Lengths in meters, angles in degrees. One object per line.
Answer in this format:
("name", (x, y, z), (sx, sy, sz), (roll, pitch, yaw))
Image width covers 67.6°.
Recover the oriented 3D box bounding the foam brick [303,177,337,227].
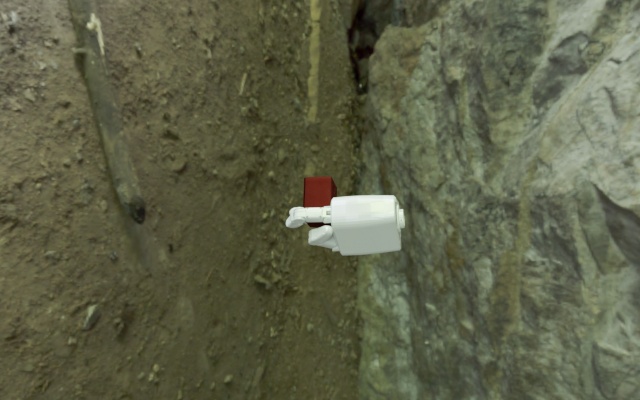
("foam brick", (0.000, 0.002, 0.849), (0.051, 0.078, 0.053), (-5, -24, 14))
